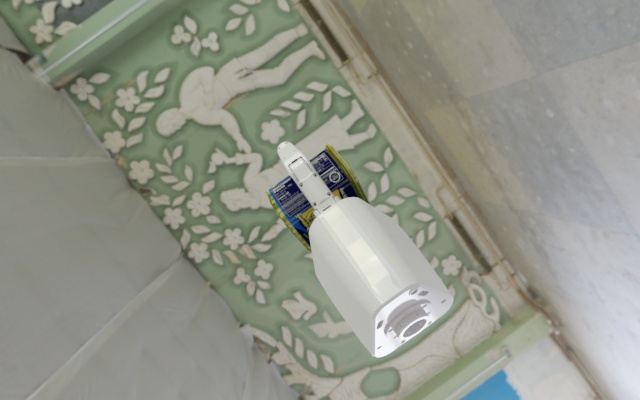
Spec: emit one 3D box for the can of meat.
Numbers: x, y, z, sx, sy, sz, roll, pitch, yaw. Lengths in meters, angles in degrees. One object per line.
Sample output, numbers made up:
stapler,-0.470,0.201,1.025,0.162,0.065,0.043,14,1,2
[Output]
can of meat,0.000,0.002,0.508,0.084,0.057,0.102,-36,-33,-1
